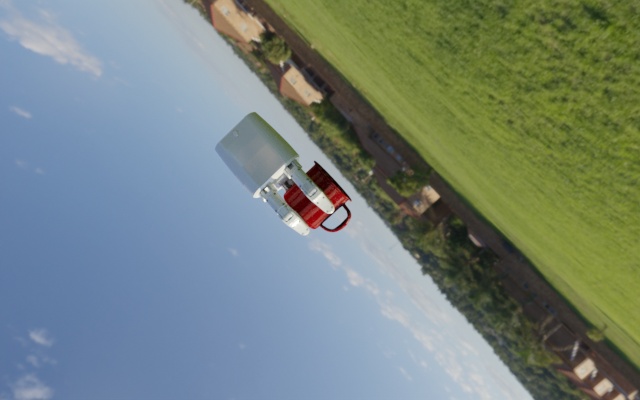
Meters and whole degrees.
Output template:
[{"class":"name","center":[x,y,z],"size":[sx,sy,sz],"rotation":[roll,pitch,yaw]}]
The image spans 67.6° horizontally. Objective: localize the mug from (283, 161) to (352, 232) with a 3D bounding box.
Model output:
[{"class":"mug","center":[0.001,0.004,0.802],"size":[0.081,0.117,0.093],"rotation":[-43,-9,6]}]
